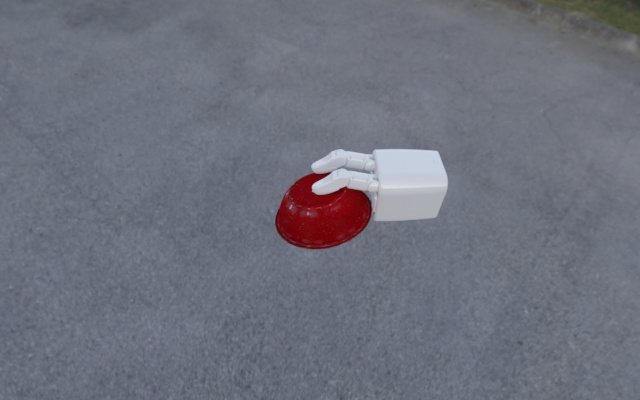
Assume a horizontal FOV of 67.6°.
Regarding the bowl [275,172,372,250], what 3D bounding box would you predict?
[{"bbox_3d":[-0.001,0.003,0.767,0.162,0.055,0.162,-8,40,6],"label":"bowl"}]
